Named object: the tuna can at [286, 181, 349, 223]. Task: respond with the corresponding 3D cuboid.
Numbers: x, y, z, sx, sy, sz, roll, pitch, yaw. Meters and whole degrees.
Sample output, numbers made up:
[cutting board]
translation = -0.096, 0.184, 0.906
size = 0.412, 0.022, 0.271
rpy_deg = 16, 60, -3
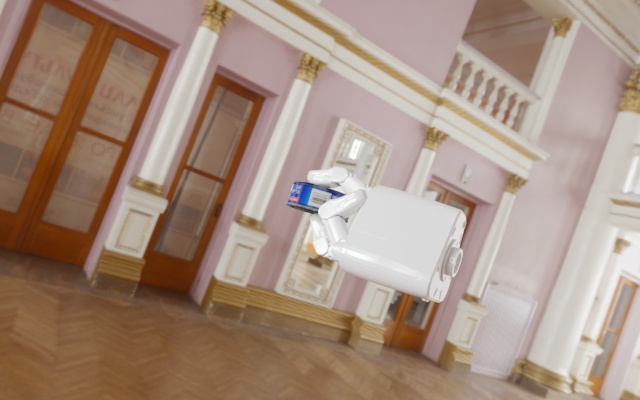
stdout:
[tuna can]
translation = 0.000, 0.002, 0.637
size = 0.086, 0.033, 0.086
rpy_deg = 16, -5, 1
